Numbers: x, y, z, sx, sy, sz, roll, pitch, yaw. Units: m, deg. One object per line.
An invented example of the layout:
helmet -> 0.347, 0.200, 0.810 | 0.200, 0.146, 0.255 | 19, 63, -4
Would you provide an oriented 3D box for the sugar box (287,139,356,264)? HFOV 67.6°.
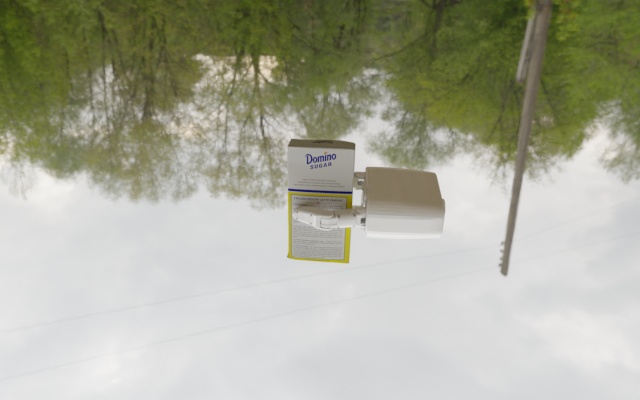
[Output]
sugar box -> 0.000, 0.002, 0.681 | 0.093, 0.176, 0.048 | 4, 21, 3
